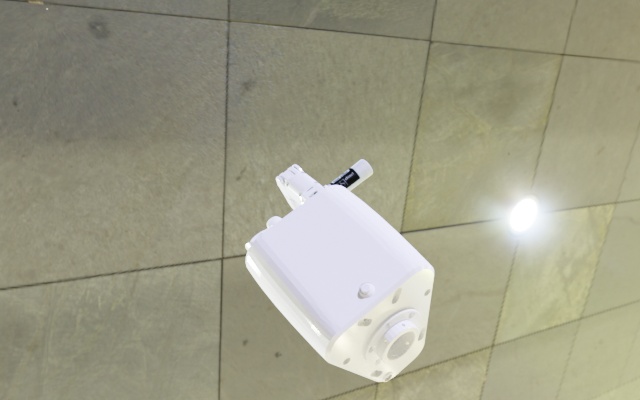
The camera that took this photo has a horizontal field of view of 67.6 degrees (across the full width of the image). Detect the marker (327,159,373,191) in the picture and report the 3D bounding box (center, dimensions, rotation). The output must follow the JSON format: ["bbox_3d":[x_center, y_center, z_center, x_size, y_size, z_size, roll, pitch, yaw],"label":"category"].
[{"bbox_3d":[0.000,0.001,0.468,0.121,0.020,0.020,-37,9,-12],"label":"marker"}]
